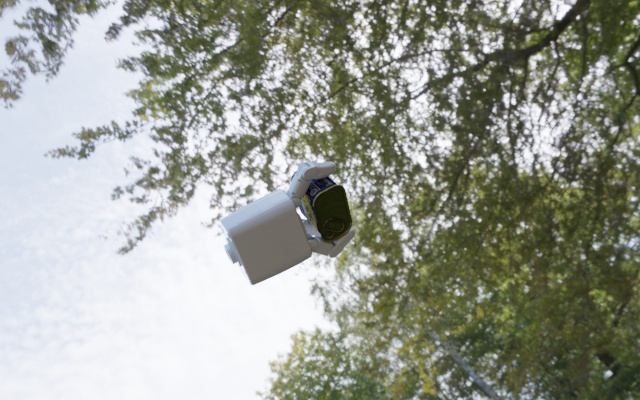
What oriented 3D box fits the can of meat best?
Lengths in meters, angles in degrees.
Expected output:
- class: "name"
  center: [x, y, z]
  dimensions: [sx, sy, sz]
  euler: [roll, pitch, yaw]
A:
- class: "can of meat"
  center: [0.000, 0.002, 0.763]
  dimensions: [0.057, 0.102, 0.084]
  euler: [-29, 41, -16]
